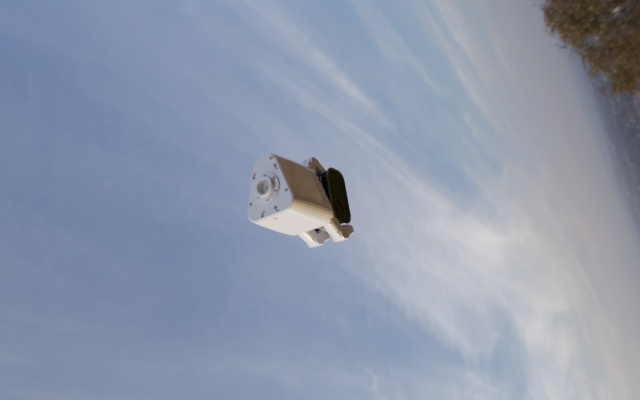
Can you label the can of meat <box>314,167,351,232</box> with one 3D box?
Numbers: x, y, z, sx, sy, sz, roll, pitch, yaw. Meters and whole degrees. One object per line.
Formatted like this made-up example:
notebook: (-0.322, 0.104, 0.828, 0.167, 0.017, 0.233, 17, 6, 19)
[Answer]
can of meat: (0.000, 0.003, 0.861, 0.084, 0.102, 0.057, -20, -21, 29)
